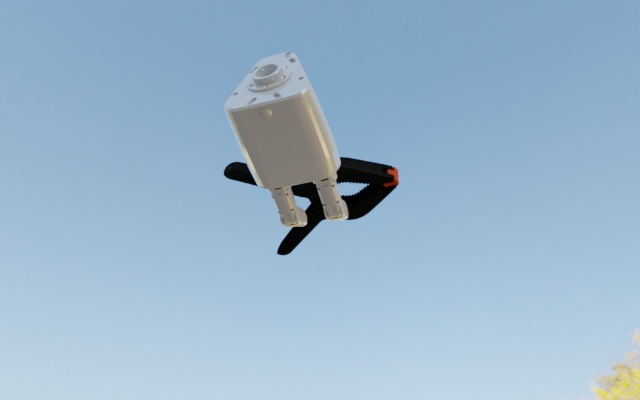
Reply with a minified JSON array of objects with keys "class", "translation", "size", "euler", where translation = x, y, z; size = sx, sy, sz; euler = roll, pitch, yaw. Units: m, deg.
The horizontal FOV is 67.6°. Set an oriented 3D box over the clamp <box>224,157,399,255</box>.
[{"class":"clamp","translation":[0.001,0.001,0.619],"size":[0.210,0.165,0.036],"euler":[-9,40,14]}]
